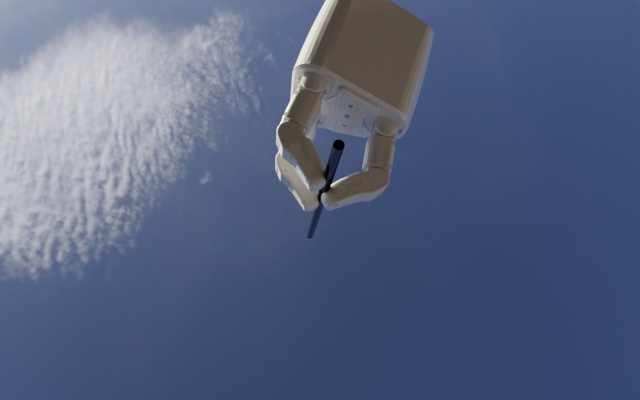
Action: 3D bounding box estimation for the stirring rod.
[{"bbox_3d":[0.000,0.001,0.432,0.011,0.011,0.240,0,-19,-6],"label":"stirring rod"}]
